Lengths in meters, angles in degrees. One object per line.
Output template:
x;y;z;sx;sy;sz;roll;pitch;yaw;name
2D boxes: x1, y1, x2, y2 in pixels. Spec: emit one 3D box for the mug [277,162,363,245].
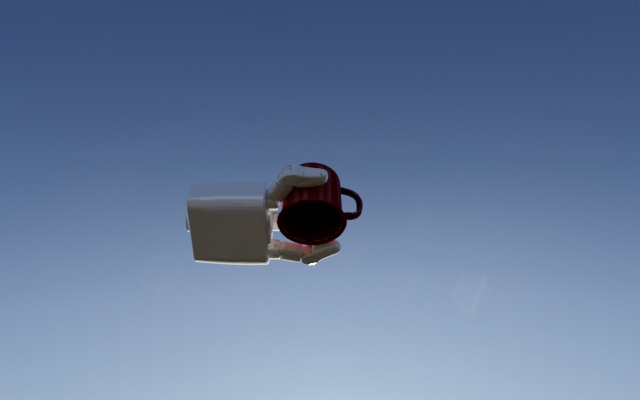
0.002;0.002;0.660;0.117;0.081;0.093;1;-44;-2;mug
